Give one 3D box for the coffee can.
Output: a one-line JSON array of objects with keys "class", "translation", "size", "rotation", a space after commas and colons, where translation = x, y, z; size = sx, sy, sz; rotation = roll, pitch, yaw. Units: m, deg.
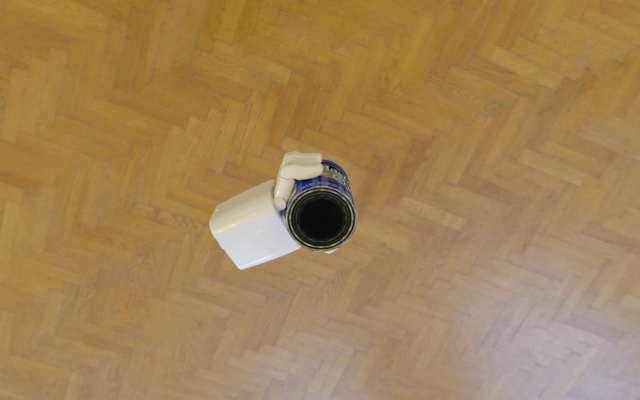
[{"class": "coffee can", "translation": [0.000, 0.002, 0.739], "size": [0.103, 0.103, 0.140], "rotation": [0, 21, -1]}]
